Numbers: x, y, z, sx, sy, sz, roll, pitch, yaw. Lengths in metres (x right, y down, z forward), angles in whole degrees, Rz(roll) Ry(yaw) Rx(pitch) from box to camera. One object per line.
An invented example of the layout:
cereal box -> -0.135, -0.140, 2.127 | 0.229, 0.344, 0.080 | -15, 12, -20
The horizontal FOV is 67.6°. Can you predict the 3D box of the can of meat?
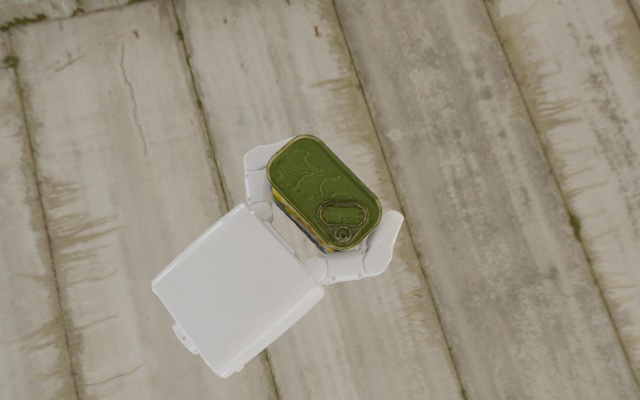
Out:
can of meat -> 0.000, 0.001, 0.430 | 0.057, 0.102, 0.084 | -43, -7, -12
